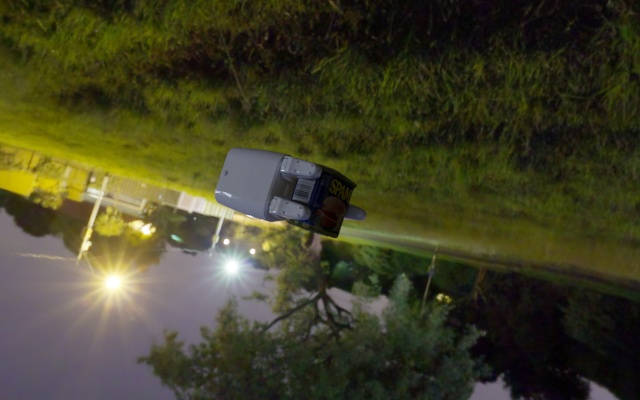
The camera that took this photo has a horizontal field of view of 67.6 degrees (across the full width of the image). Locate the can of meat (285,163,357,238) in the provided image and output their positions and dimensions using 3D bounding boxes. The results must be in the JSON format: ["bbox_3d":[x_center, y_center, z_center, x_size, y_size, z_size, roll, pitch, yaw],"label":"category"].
[{"bbox_3d":[0.000,0.002,0.656,0.057,0.084,0.102,15,-6,28],"label":"can of meat"}]
